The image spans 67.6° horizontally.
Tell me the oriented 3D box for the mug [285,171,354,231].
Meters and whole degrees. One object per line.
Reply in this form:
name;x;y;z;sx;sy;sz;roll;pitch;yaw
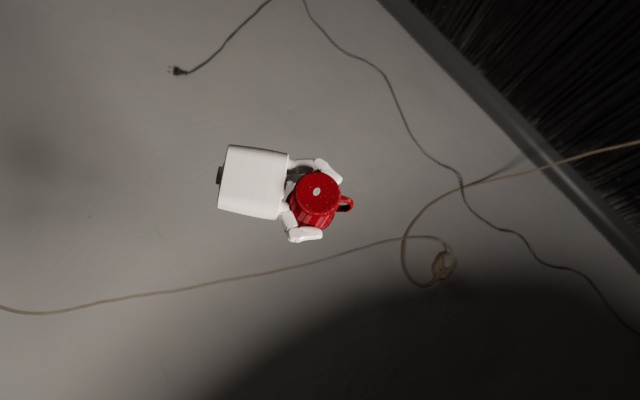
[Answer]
mug;0.002;0.003;0.829;0.117;0.093;0.081;9;-21;-8
